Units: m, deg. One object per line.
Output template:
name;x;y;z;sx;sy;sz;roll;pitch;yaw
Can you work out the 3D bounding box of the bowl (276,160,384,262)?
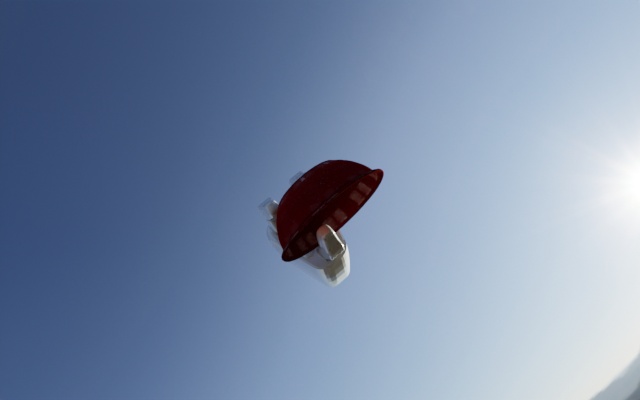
bowl;0.000;0.001;0.582;0.162;0.055;0.162;-39;-14;-12
